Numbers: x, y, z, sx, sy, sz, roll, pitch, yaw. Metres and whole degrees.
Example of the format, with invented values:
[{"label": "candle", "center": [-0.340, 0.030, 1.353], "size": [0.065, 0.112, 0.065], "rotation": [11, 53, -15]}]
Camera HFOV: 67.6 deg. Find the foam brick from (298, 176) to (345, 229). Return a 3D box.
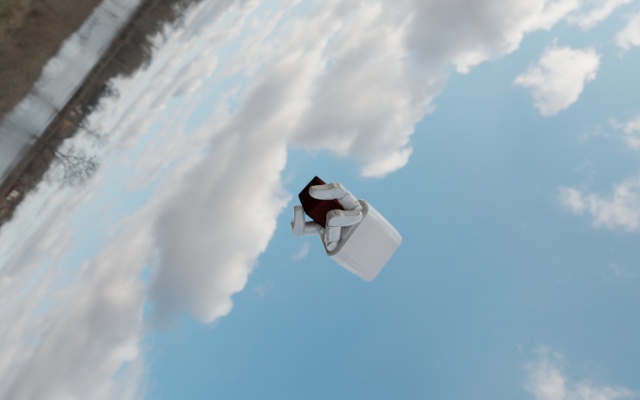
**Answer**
[{"label": "foam brick", "center": [0.000, 0.003, 0.864], "size": [0.051, 0.053, 0.078], "rotation": [38, 14, -29]}]
